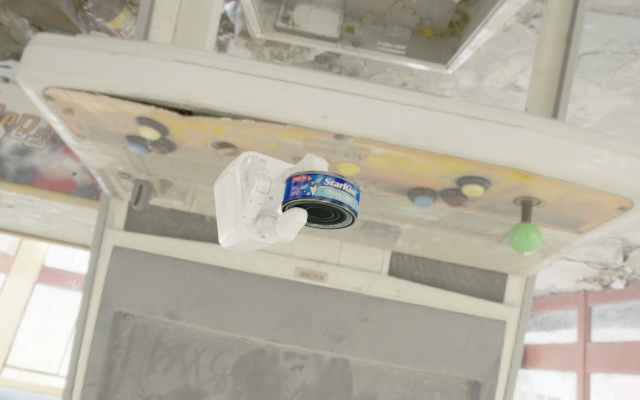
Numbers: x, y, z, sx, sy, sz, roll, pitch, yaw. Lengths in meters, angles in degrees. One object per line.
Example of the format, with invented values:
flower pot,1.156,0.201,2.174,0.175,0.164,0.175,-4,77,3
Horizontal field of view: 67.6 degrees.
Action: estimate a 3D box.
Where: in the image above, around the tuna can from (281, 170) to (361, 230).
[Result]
tuna can,0.000,0.002,0.523,0.086,0.033,0.086,7,-24,3
